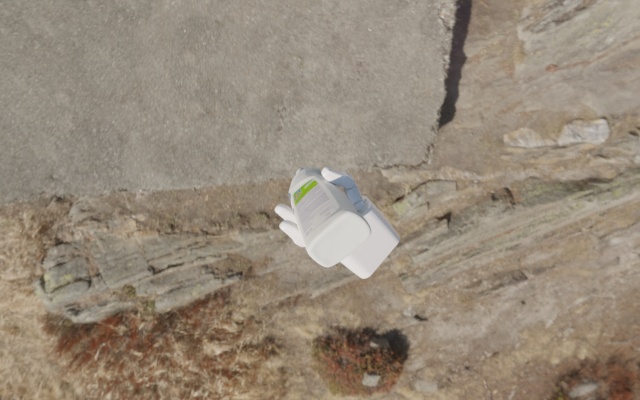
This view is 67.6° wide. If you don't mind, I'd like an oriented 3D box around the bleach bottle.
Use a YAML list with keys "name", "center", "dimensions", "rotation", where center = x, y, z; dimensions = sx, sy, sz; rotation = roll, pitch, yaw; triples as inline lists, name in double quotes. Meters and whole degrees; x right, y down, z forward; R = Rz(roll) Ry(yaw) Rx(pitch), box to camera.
- name: "bleach bottle"
  center: [0.000, 0.003, 0.812]
  dimensions: [0.068, 0.102, 0.250]
  rotation: [44, 11, -30]
